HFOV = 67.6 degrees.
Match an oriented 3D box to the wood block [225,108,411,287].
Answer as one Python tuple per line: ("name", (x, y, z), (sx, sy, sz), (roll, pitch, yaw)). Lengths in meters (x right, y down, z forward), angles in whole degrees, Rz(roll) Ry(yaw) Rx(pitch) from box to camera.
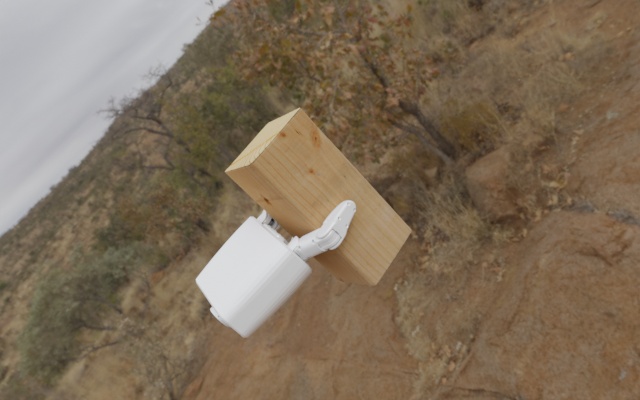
("wood block", (0.000, 0.002, 0.576), (0.206, 0.090, 0.091), (46, -22, -20))
